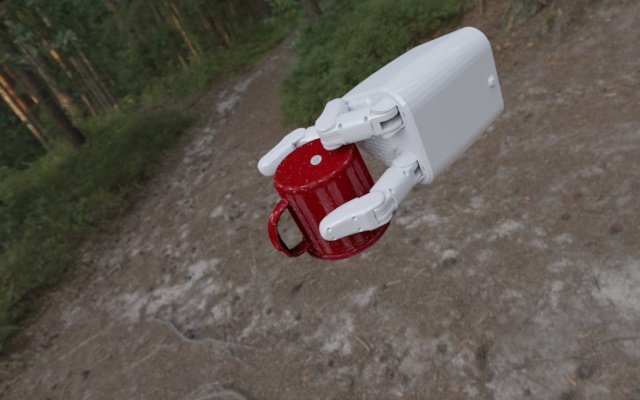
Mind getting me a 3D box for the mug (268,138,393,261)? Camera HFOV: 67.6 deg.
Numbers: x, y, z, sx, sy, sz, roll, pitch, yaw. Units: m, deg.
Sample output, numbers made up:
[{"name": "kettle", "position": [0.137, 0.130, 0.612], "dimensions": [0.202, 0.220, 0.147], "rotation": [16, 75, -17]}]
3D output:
[{"name": "mug", "position": [-0.001, 0.002, 0.435], "dimensions": [0.117, 0.081, 0.093], "rotation": [-40, 34, -17]}]
